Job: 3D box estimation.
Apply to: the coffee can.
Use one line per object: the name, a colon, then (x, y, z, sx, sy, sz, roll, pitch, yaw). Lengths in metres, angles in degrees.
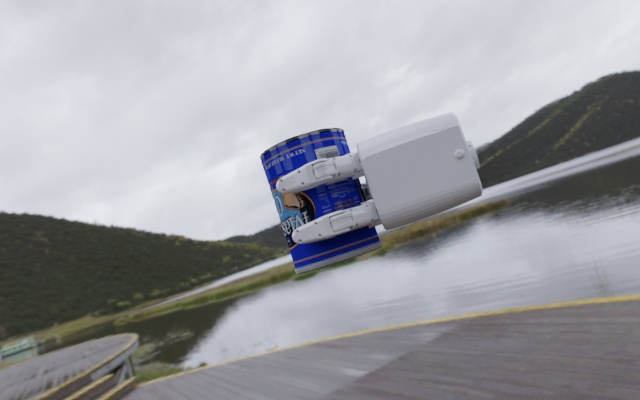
coffee can: (0.000, 0.002, 0.545, 0.103, 0.140, 0.103, -18, -5, -2)
